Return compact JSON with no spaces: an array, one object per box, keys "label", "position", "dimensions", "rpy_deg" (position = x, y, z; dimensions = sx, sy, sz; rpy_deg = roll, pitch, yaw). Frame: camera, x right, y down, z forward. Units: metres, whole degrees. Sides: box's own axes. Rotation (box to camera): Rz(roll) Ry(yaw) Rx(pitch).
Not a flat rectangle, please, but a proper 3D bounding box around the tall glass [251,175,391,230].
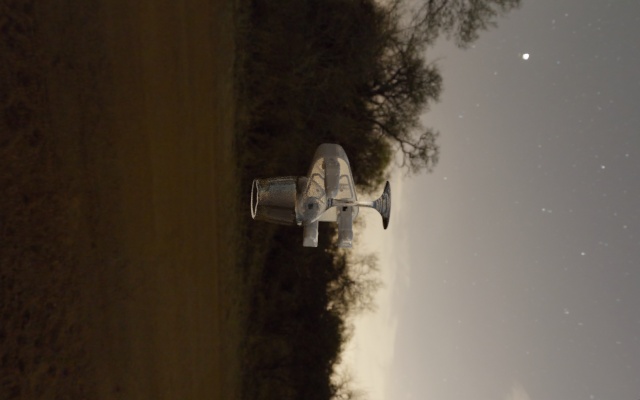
[{"label":"tall glass","position":[0.001,0.002,0.715],"dimensions":[0.201,0.079,0.079],"rpy_deg":[3,0,-1]}]
